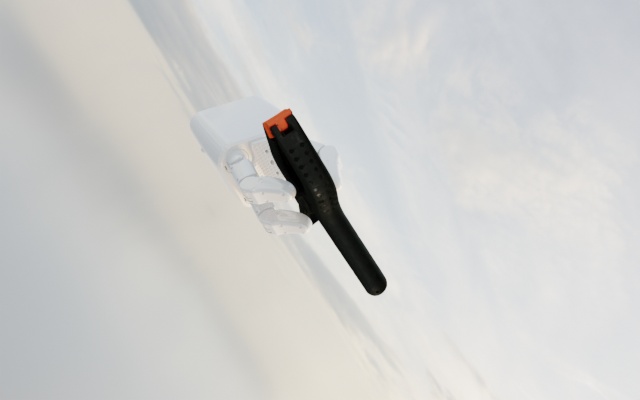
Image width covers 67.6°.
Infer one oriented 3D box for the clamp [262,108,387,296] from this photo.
[{"bbox_3d":[0.000,0.001,0.495,0.036,0.210,0.164,-35,47,-12],"label":"clamp"}]
